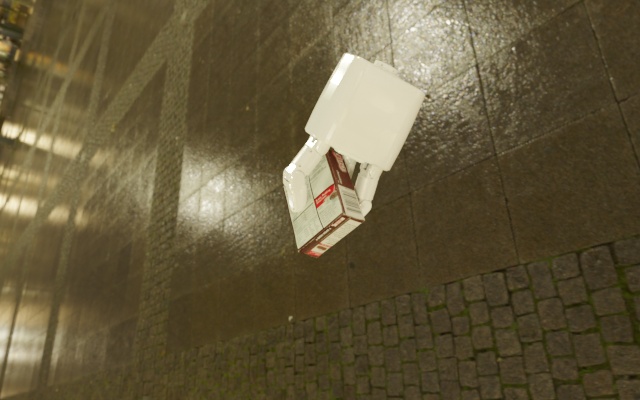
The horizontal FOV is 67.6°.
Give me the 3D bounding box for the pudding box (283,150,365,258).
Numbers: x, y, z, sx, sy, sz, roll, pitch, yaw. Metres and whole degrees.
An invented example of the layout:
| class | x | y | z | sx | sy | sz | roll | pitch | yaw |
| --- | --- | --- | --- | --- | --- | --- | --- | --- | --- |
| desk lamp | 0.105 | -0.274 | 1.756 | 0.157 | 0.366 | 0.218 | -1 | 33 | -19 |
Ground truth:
| class | x | y | z | sx | sy | sz | roll | pitch | yaw |
| --- | --- | --- | --- | --- | --- | --- | --- | --- | --- |
| pudding box | 0.000 | 0.002 | 0.612 | 0.039 | 0.113 | 0.090 | 21 | -50 | -38 |
